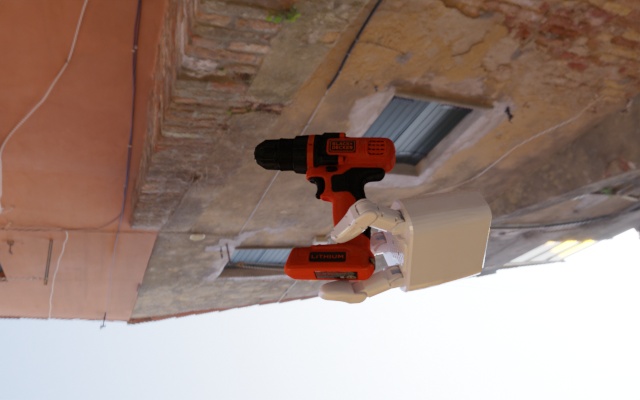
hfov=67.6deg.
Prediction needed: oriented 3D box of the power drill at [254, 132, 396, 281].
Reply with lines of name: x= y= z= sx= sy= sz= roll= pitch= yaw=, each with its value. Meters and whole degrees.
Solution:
power drill: x=0.000 y=0.002 z=0.591 sx=0.184 sy=0.187 sz=0.057 roll=0 pitch=-22 yaw=9
